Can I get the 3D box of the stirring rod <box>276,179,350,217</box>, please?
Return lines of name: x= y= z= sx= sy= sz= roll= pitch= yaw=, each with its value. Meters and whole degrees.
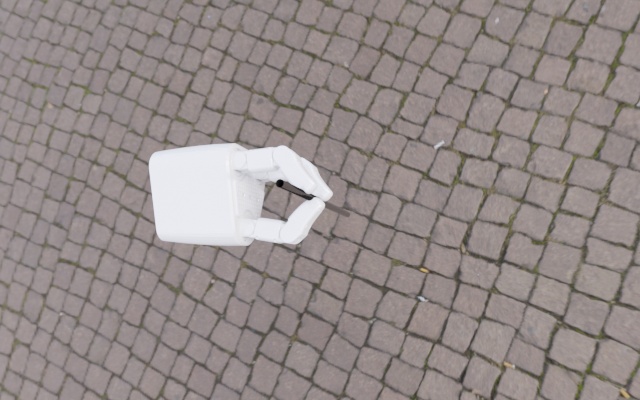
stirring rod: x=0.000 y=0.002 z=0.549 sx=0.011 sy=0.011 sz=0.239 roll=0 pitch=-8 yaw=18
